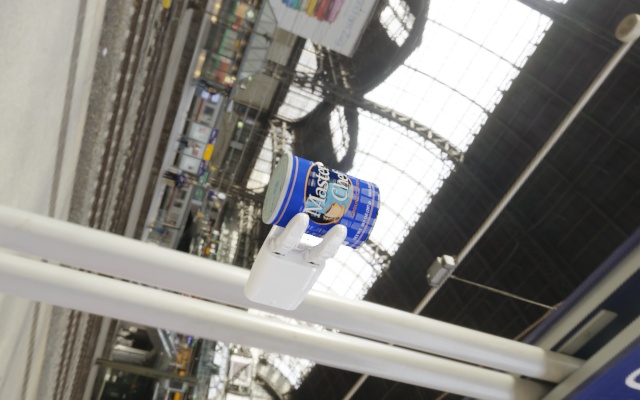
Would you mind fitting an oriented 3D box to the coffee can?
[{"bbox_3d":[0.000,0.002,0.681,0.140,0.103,0.103,18,-5,-16],"label":"coffee can"}]
